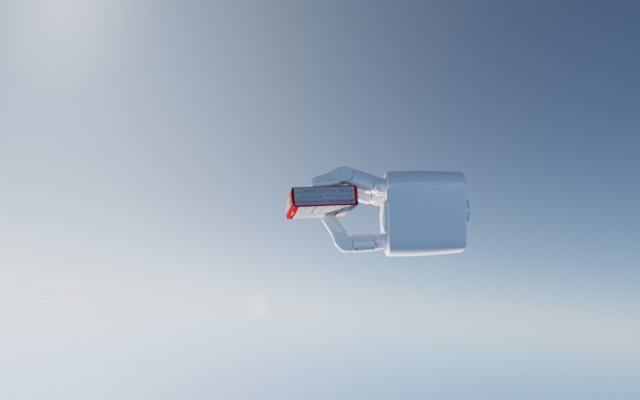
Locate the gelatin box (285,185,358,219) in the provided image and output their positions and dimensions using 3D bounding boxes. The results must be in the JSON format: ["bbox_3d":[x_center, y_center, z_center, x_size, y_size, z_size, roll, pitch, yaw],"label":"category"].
[{"bbox_3d":[0.000,0.003,0.651,0.089,0.030,0.073,-3,-14,-12],"label":"gelatin box"}]
